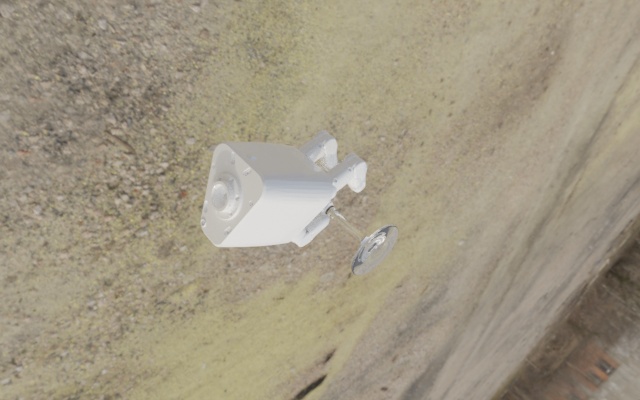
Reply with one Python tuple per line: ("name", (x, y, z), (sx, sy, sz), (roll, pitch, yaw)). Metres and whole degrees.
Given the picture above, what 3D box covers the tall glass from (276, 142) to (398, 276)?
("tall glass", (0.001, 0.002, 0.603), (0.201, 0.079, 0.079), (42, 25, 31))
